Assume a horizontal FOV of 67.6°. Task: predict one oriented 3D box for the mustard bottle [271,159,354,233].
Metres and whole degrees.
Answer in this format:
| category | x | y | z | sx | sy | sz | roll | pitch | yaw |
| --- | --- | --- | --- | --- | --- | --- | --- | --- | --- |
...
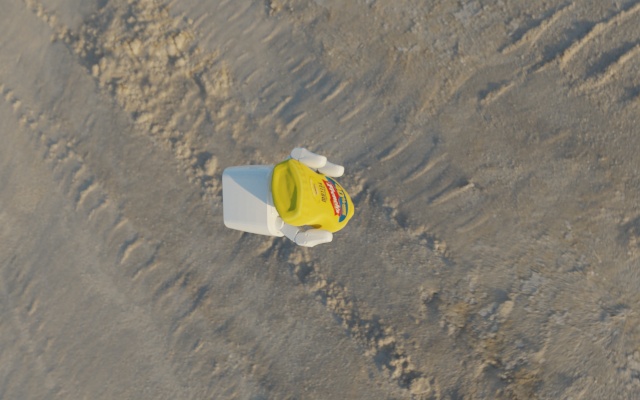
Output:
| category | x | y | z | sx | sy | sz | roll | pitch | yaw |
| --- | --- | --- | --- | --- | --- | --- | --- | --- | --- |
| mustard bottle | 0.000 | 0.002 | 0.766 | 0.058 | 0.096 | 0.192 | -23 | -23 | 26 |
